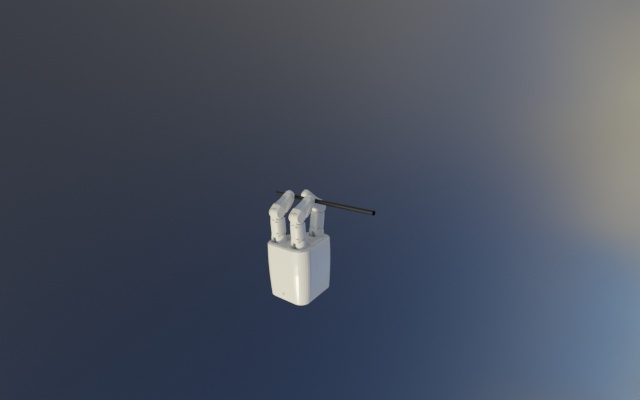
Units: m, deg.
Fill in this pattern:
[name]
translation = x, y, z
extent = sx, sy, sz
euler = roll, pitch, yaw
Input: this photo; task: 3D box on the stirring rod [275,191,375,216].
[stirring rod]
translation = 0.000, 0.003, 0.844
extent = 0.239, 0.011, 0.011
euler = 11, 8, 44
